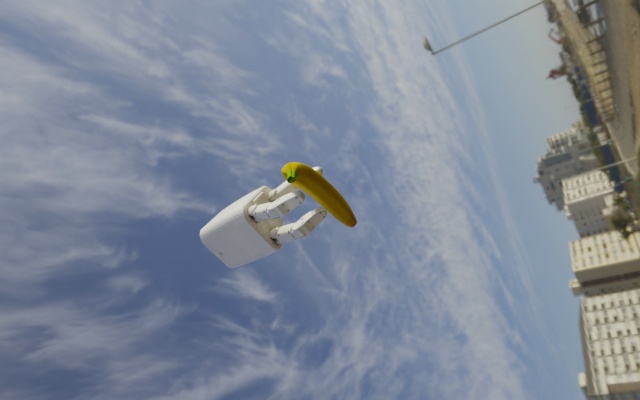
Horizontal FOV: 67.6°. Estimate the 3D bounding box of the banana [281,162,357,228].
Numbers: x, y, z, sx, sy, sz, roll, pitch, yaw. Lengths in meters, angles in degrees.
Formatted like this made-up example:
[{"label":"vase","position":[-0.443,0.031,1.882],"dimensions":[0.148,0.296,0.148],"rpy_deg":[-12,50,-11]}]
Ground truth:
[{"label":"banana","position":[-0.006,-0.014,0.759],"dimensions":[0.037,0.069,0.198],"rpy_deg":[-30,-36,21]}]
